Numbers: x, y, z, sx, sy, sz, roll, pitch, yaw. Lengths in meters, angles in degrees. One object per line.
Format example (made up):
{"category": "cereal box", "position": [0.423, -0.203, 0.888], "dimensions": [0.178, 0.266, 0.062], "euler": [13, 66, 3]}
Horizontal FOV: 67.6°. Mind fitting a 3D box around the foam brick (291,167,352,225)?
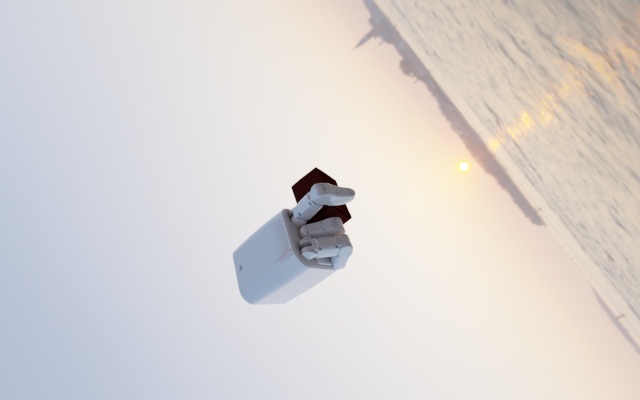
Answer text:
{"category": "foam brick", "position": [0.000, 0.002, 0.680], "dimensions": [0.051, 0.078, 0.053], "euler": [-38, -43, 19]}
